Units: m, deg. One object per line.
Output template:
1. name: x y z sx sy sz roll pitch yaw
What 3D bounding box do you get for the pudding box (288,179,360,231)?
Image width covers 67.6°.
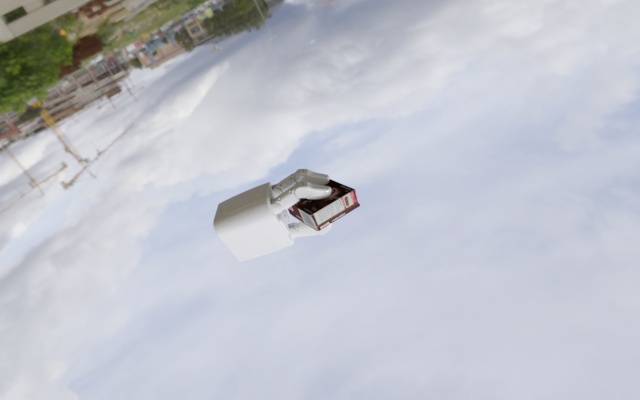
1. pudding box: 0.000 0.003 0.819 0.090 0.039 0.113 -31 29 -18
